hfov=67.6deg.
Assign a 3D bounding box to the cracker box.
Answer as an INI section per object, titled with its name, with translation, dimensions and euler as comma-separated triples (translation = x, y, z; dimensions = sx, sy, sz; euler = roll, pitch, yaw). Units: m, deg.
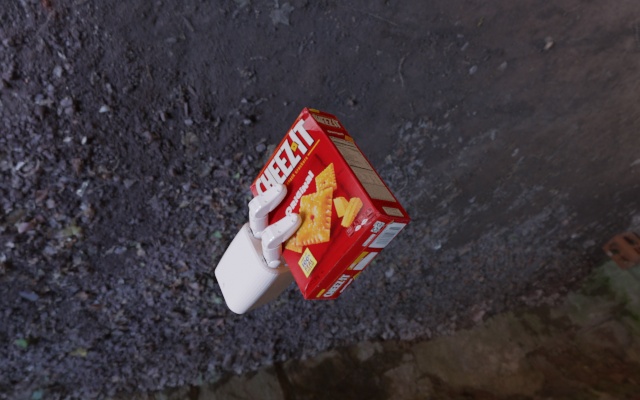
[cracker box]
translation = 0.000, 0.002, 0.660
dimensions = 0.072, 0.213, 0.164
euler = 9, -51, -44
